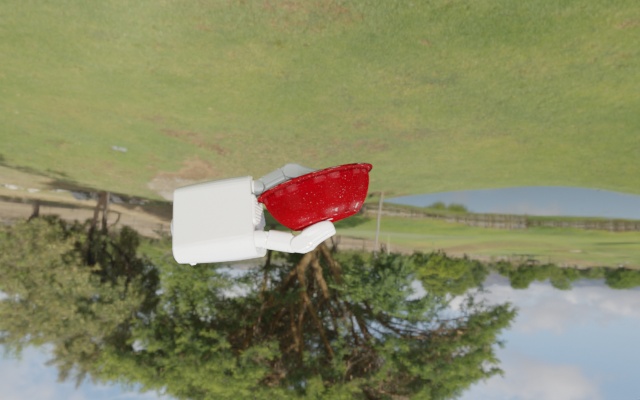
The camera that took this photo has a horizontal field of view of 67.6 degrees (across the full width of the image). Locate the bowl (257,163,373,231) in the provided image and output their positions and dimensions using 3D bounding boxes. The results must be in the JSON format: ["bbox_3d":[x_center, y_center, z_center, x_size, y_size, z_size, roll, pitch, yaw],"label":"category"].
[{"bbox_3d":[0.001,0.002,0.638,0.162,0.055,0.162,-17,-8,-2],"label":"bowl"}]
